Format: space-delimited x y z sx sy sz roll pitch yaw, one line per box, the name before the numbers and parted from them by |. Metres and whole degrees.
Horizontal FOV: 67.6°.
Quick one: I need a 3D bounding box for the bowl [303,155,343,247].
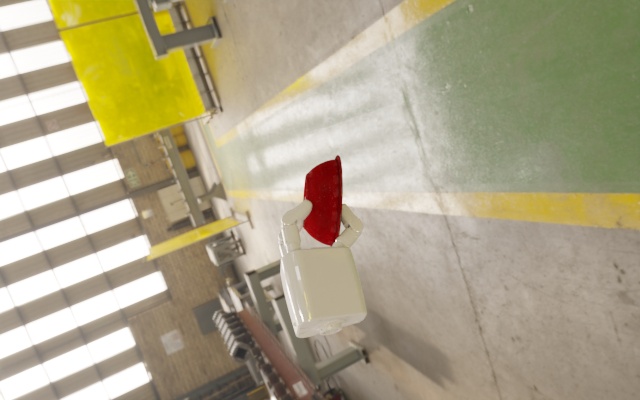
bowl | 0.000 0.002 0.806 0.055 0.162 0.162 3 0 -5
